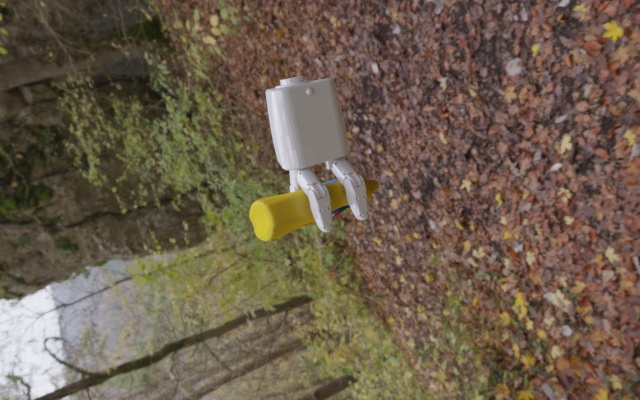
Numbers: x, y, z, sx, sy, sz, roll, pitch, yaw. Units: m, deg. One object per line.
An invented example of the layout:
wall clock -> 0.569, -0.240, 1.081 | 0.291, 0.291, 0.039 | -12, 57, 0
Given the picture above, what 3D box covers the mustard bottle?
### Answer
mustard bottle -> 0.000, 0.003, 0.683 | 0.191, 0.058, 0.096 | -18, -6, -24
